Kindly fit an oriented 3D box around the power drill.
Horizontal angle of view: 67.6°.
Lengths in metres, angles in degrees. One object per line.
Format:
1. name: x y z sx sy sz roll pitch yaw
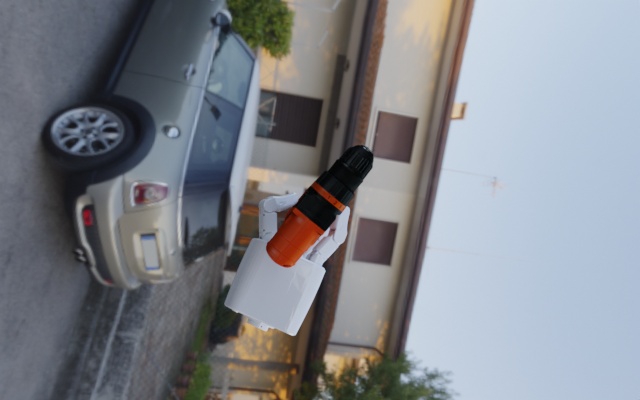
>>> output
1. power drill: 0.000 0.002 0.668 0.057 0.184 0.187 41 2 0
